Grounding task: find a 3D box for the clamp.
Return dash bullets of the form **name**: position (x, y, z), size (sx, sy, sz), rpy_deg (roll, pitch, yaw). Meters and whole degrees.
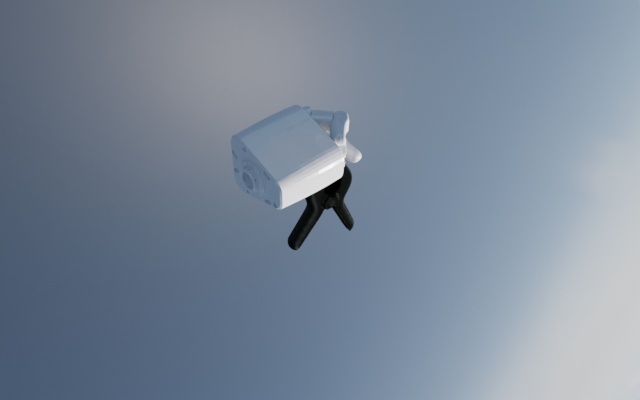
- **clamp**: position (0.001, 0.003, 0.720), size (0.120, 0.172, 0.039), rpy_deg (-29, 46, -27)
